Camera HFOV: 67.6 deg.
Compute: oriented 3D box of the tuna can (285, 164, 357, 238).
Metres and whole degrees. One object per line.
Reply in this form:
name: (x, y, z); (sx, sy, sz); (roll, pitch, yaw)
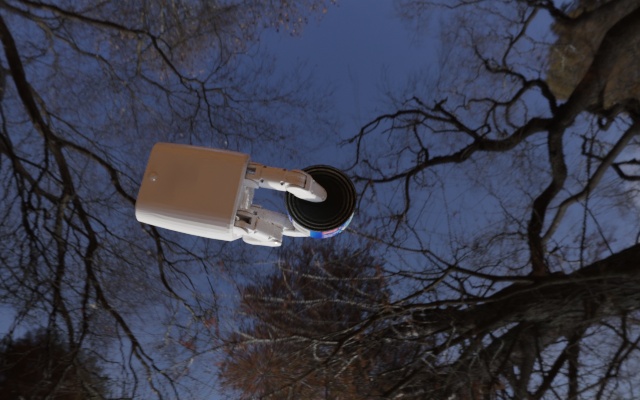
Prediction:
tuna can: (0.000, 0.002, 0.580); (0.086, 0.086, 0.034); (0, -21, -1)
